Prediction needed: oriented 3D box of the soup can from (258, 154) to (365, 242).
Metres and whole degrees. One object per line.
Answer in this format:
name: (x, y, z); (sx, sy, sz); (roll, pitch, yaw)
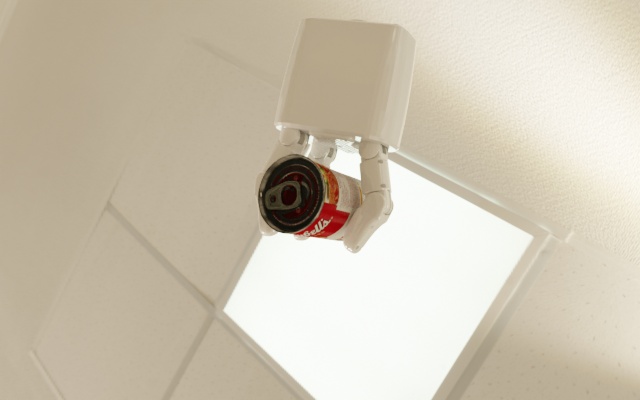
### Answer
soup can: (0.000, 0.002, 0.442); (0.068, 0.068, 0.102); (0, -8, 31)
